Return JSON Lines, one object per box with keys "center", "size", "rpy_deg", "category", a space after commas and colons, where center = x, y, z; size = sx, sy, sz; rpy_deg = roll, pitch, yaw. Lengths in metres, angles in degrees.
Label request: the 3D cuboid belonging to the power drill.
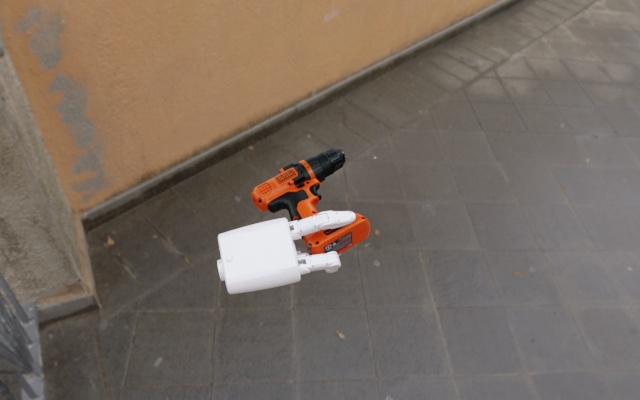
{"center": [0.000, 0.003, 0.800], "size": [0.184, 0.057, 0.187], "rpy_deg": [-30, 52, -13], "category": "power drill"}
